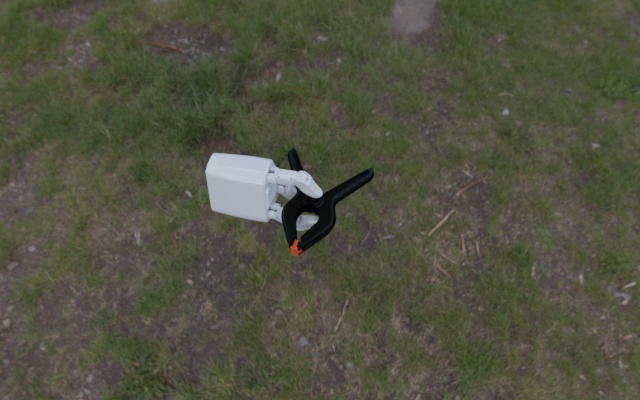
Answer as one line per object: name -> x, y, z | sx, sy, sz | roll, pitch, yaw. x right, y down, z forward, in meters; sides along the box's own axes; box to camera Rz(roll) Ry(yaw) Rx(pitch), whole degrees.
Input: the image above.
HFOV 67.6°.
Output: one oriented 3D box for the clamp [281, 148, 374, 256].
clamp -> 0.000, 0.003, 0.833 | 0.164, 0.209, 0.036 | 9, -32, 8
